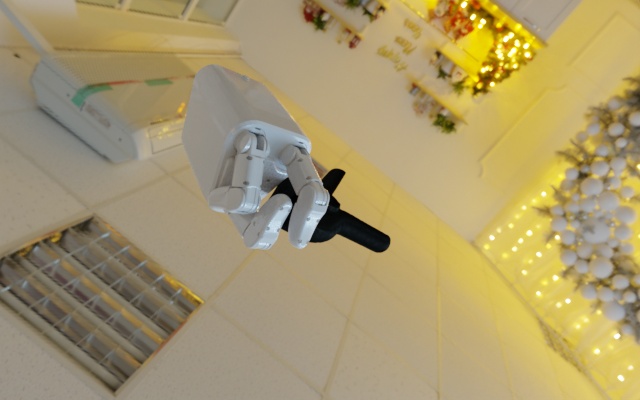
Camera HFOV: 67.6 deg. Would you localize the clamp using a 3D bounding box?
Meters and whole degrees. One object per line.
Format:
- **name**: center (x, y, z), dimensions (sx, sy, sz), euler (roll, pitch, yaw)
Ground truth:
- **clamp**: center (0.000, 0.002, 0.524), dimensions (0.171, 0.039, 0.120), euler (14, 35, -47)
